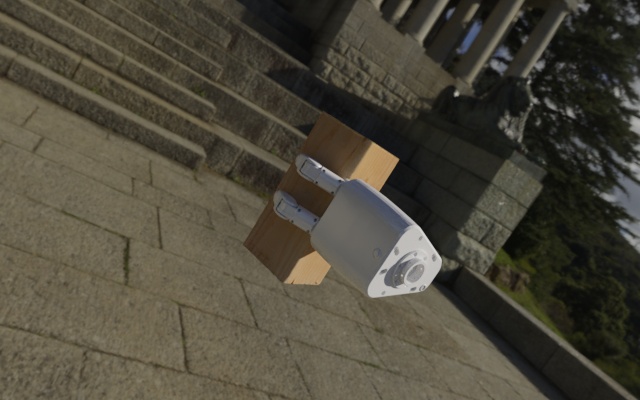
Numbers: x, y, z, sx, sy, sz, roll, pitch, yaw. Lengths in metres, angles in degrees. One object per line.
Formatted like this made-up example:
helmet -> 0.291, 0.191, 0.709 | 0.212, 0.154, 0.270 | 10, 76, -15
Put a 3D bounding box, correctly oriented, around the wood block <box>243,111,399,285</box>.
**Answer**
wood block -> 0.001, 0.002, 0.636 | 0.090, 0.206, 0.091 | 38, 10, 31
